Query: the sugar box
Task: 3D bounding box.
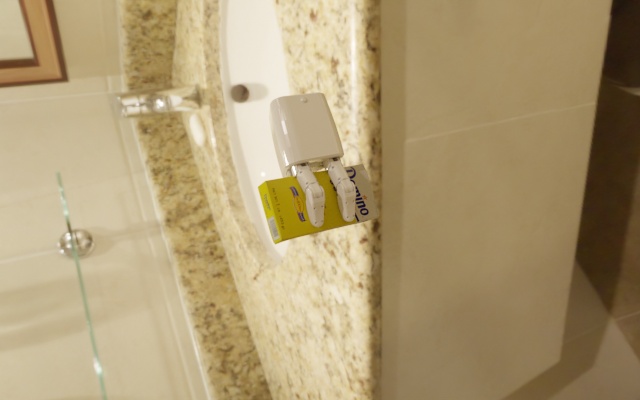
[{"bbox_3d":[0.000,0.002,0.740,0.176,0.093,0.048,-13,-7,-26],"label":"sugar box"}]
